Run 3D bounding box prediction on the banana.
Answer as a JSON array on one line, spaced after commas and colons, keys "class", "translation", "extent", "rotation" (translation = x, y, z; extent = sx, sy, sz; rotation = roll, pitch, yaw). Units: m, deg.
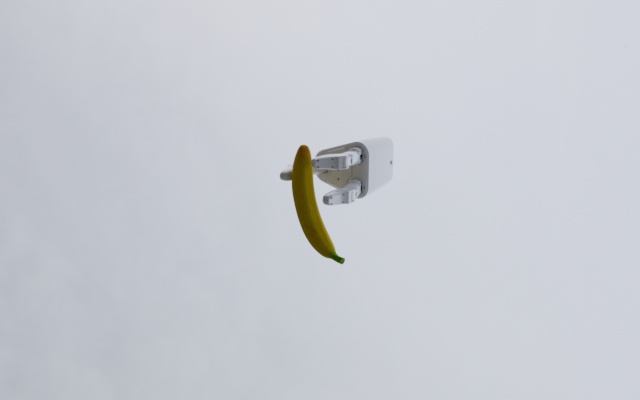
[{"class": "banana", "translation": [-0.012, 0.010, 0.774], "extent": [0.069, 0.198, 0.037], "rotation": [-19, 1, 40]}]
